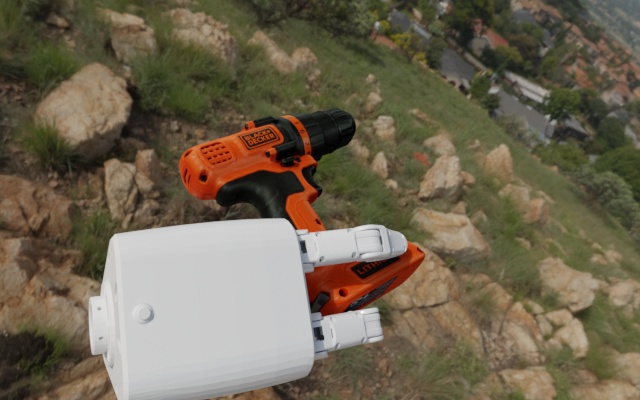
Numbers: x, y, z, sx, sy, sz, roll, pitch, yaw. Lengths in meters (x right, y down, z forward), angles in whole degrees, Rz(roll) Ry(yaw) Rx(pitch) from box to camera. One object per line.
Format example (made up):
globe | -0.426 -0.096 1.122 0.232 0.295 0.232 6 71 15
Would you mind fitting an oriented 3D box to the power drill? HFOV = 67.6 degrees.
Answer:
power drill | 0.000 0.002 0.413 0.184 0.187 0.057 -24 -27 -33
